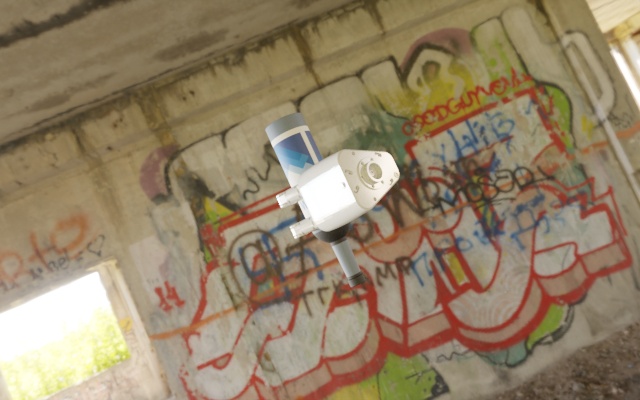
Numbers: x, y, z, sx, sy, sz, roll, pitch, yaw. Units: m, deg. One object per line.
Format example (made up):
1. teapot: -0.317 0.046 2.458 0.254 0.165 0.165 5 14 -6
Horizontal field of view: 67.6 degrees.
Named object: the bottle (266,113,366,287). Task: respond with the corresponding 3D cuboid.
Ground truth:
1. bottle: 0.000 0.002 0.786 0.069 0.295 0.069 -25 -3 -2
